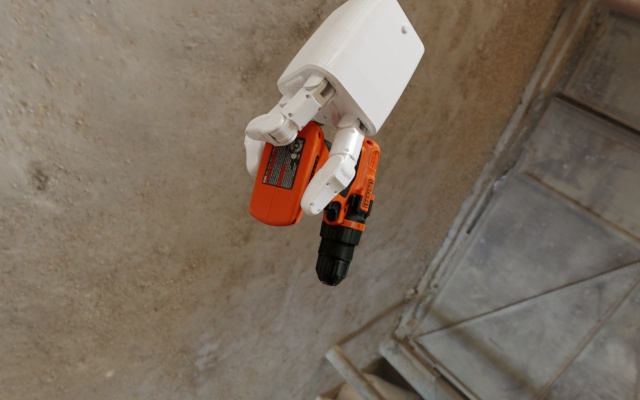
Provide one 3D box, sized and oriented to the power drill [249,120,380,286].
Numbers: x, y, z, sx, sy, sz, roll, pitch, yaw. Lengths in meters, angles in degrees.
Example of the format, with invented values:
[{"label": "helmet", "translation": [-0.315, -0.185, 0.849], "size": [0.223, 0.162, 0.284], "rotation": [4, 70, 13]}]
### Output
[{"label": "power drill", "translation": [0.000, 0.001, 0.523], "size": [0.057, 0.184, 0.188], "rotation": [11, -5, 27]}]
